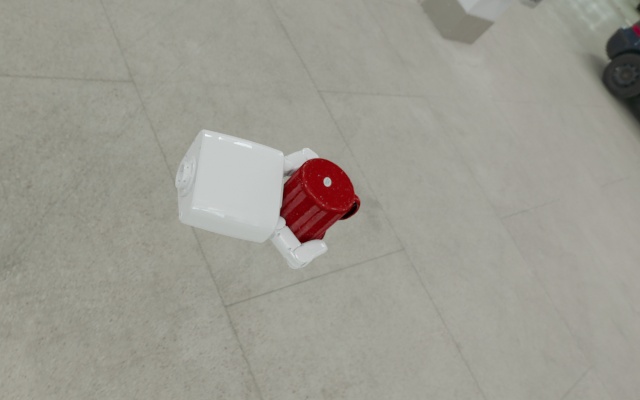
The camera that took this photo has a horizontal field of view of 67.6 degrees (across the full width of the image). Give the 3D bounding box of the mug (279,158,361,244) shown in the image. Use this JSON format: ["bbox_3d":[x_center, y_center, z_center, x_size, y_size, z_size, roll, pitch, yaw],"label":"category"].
[{"bbox_3d":[0.001,0.002,0.617,0.117,0.093,0.081,14,-39,-30],"label":"mug"}]
